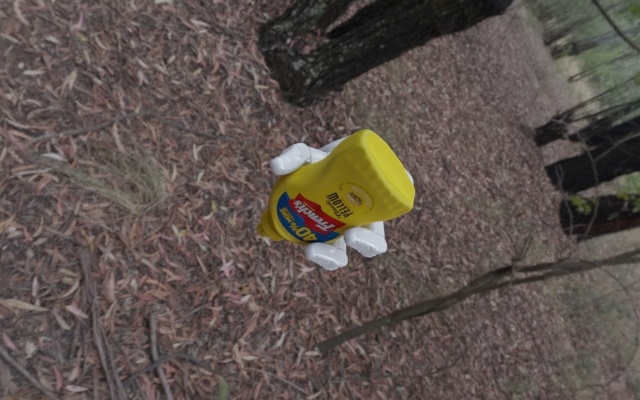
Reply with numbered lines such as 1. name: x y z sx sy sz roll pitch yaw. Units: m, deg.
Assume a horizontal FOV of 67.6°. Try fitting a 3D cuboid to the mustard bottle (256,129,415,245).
1. mustard bottle: 0.000 0.002 0.530 0.192 0.096 0.058 -25 29 33
